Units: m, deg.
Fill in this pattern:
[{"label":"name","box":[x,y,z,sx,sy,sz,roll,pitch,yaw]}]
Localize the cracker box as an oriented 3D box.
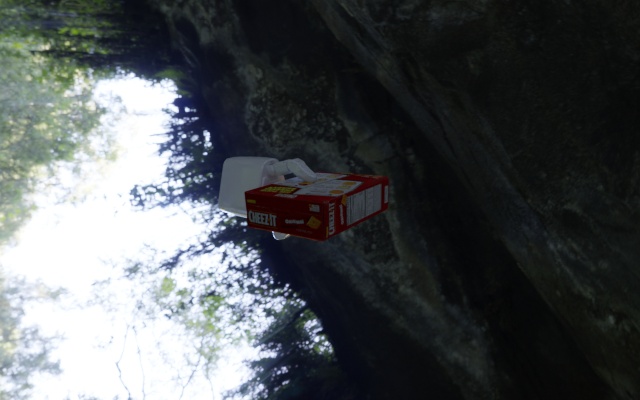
[{"label":"cracker box","box":[0.000,0.003,0.838,0.164,0.072,0.213,7,17,34]}]
